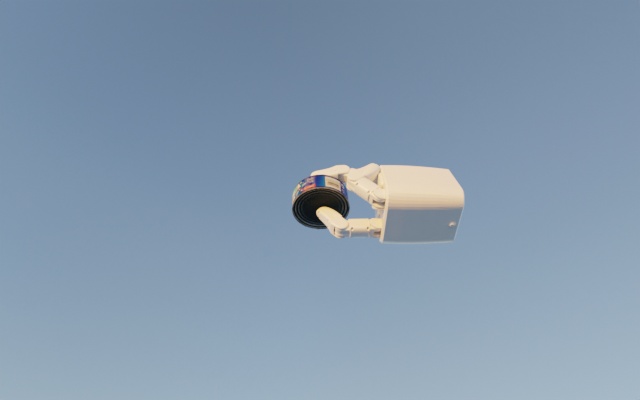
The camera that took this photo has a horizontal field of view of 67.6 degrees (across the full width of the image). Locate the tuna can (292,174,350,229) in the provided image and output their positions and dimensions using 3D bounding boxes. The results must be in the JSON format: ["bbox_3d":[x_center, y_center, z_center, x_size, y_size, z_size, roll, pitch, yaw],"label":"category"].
[{"bbox_3d":[0.000,0.002,0.719,0.086,0.086,0.033,0,44,-3],"label":"tuna can"}]
